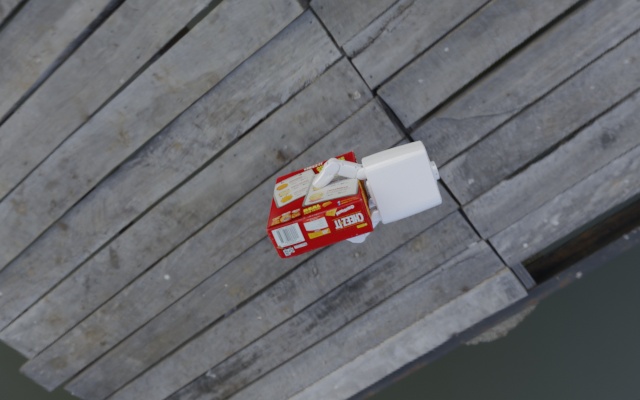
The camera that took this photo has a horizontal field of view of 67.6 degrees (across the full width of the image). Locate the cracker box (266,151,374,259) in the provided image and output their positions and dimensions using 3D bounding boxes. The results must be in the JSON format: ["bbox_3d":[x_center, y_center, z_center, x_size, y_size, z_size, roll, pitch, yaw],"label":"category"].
[{"bbox_3d":[0.000,0.003,0.853,0.164,0.072,0.213,-19,24,9],"label":"cracker box"}]
